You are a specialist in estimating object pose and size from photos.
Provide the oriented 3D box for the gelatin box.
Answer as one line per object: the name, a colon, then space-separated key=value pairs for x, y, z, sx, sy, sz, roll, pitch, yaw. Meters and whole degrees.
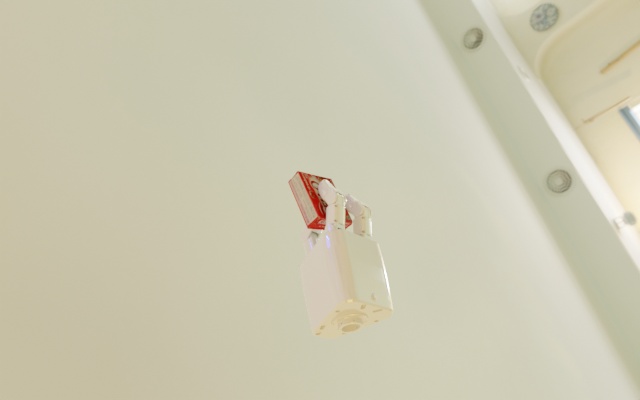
gelatin box: x=0.000 y=0.002 z=0.712 sx=0.073 sy=0.089 sz=0.030 roll=10 pitch=-45 yaw=-45
